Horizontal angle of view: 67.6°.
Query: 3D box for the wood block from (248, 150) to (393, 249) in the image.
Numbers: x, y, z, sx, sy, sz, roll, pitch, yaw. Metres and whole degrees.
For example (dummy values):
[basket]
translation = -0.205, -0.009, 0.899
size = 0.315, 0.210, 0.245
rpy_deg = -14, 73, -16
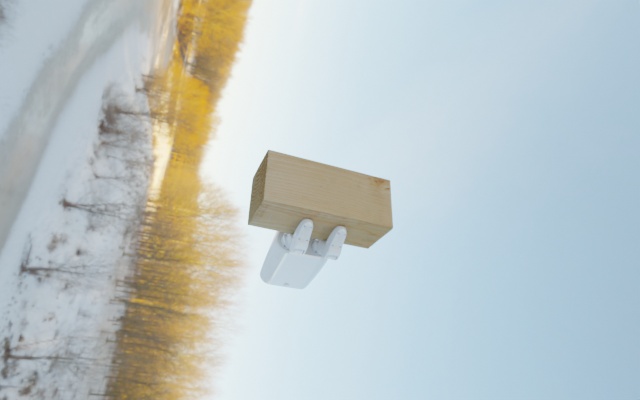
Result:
[wood block]
translation = 0.000, 0.002, 0.751
size = 0.206, 0.090, 0.090
rpy_deg = 13, -32, -19
